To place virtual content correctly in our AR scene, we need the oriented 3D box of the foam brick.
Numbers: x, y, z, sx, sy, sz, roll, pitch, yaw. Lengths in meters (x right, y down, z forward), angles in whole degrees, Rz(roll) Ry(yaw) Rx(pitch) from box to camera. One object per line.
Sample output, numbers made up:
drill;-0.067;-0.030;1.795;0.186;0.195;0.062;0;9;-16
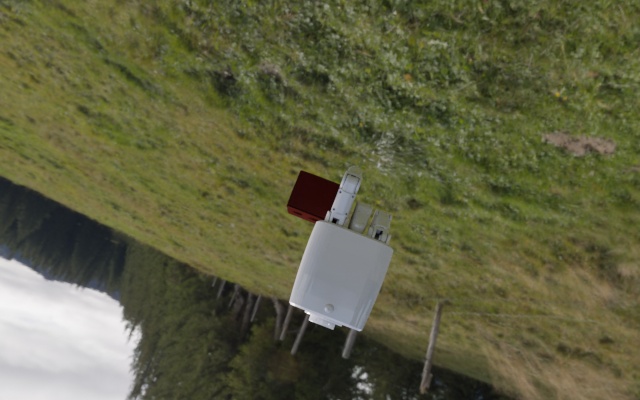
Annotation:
foam brick;0.000;0.002;0.620;0.078;0.051;0.053;21;-11;3
